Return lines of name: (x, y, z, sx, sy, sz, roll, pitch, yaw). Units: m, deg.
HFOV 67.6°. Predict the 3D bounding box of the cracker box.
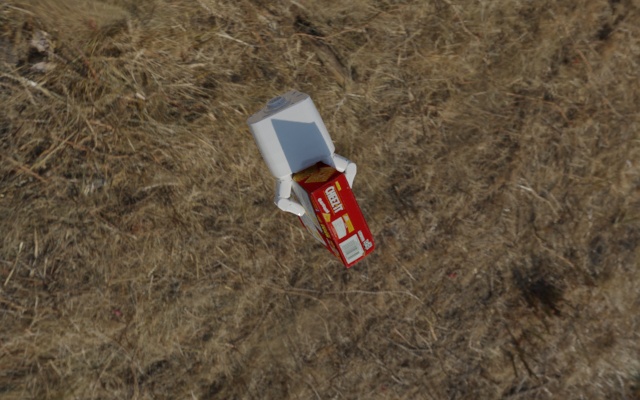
cracker box: (0.000, 0.003, 0.873, 0.072, 0.164, 0.213, -32, 28, -11)
